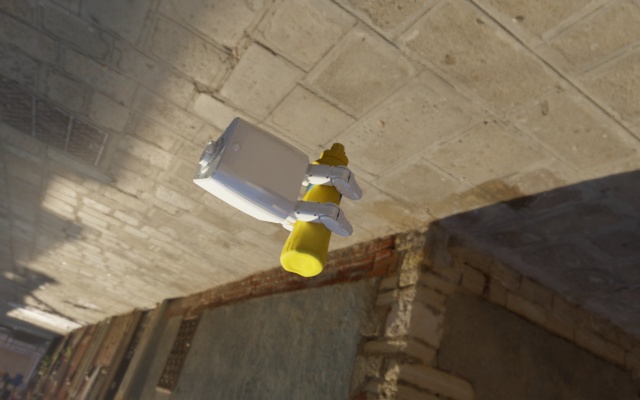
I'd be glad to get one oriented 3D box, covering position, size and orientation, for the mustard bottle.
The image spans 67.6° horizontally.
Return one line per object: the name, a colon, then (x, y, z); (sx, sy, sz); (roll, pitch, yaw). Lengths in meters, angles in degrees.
mustard bottle: (0.000, 0.003, 0.654); (0.058, 0.191, 0.096); (18, -26, -3)
